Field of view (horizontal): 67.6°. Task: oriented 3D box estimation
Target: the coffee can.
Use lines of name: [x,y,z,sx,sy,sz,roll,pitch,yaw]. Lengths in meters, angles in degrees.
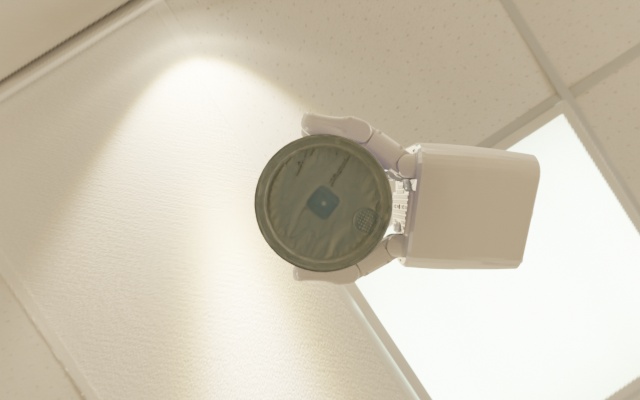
coffee can: [0.000,0.001,0.420,0.103,0.103,0.140,0,1,-2]
